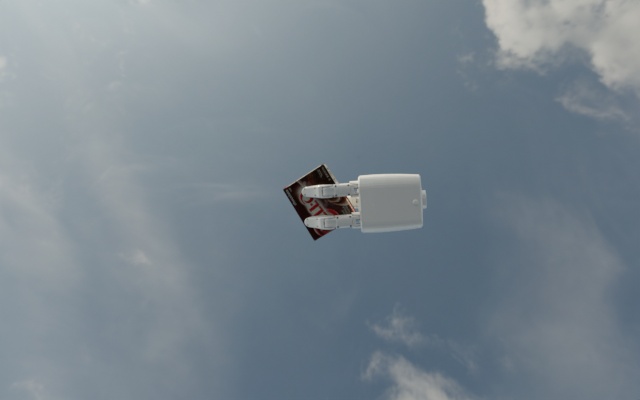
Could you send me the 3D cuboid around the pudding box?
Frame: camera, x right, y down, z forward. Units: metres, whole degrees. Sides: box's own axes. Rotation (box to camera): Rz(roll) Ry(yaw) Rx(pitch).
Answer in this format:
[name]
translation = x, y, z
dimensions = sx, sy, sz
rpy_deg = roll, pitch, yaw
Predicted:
[pudding box]
translation = 0.000, 0.003, 0.866
dimensions = 0.090, 0.113, 0.039
rpy_deg = -32, -1, 13
